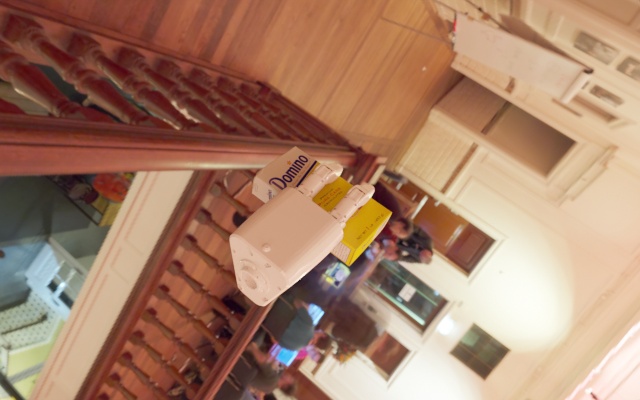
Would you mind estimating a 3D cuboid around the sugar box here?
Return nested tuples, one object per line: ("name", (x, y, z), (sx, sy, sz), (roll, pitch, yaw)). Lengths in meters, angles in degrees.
("sugar box", (0.000, 0.002, 0.663), (0.176, 0.048, 0.093), (37, 50, 15))
